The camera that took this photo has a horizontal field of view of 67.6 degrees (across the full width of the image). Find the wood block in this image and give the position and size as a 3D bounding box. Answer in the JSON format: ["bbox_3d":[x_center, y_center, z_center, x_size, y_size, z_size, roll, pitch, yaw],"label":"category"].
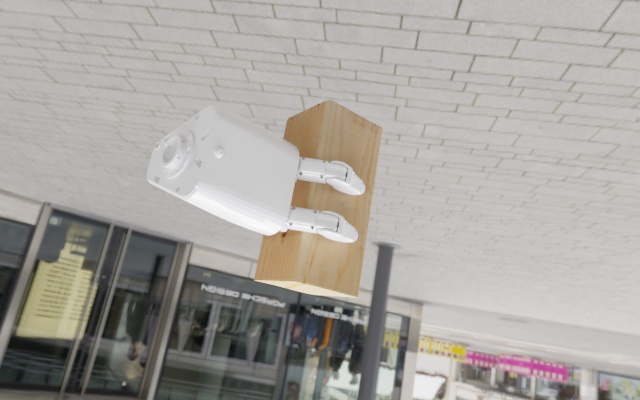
[{"bbox_3d":[0.000,0.002,0.564,0.090,0.206,0.091,21,-19,-33],"label":"wood block"}]
